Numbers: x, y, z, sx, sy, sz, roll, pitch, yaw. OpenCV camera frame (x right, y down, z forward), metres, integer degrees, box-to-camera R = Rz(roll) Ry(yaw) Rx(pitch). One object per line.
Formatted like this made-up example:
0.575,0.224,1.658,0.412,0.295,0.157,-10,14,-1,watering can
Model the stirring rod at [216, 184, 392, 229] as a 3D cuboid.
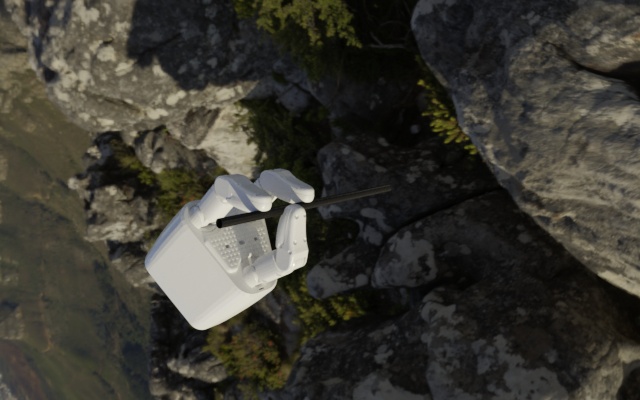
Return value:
0.000,0.002,0.457,0.011,0.011,0.239,0,8,41,stirring rod
